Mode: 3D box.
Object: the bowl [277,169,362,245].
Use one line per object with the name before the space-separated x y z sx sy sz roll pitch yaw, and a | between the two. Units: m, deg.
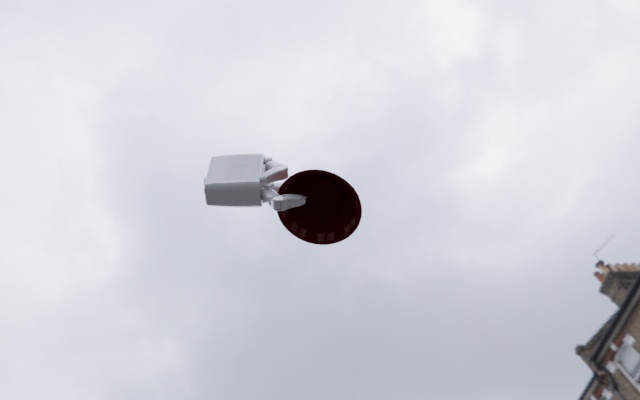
bowl | 0.002 0.003 0.899 0.162 0.162 0.055 0 30 12
